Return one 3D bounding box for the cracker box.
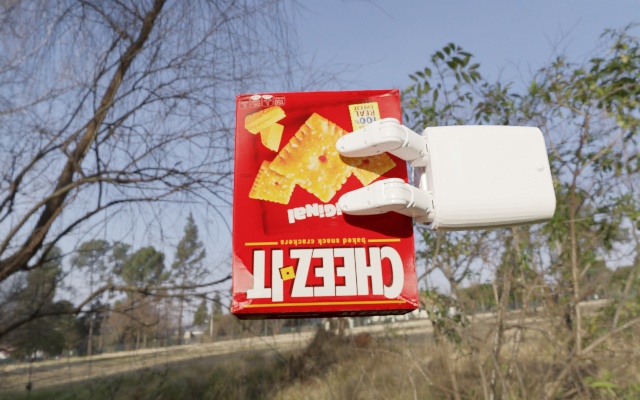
[{"bbox_3d":[0.000,0.001,0.459,0.164,0.213,0.072,-1,-18,-2],"label":"cracker box"}]
